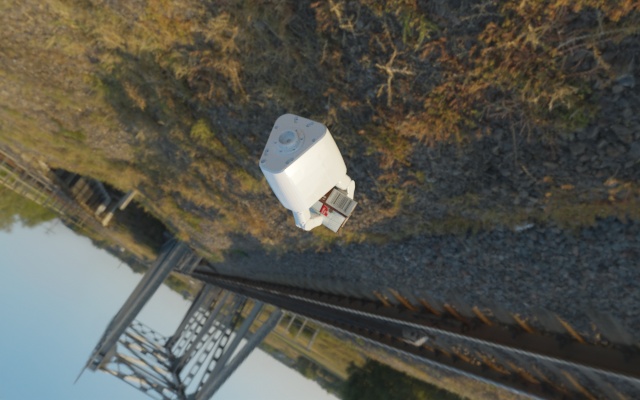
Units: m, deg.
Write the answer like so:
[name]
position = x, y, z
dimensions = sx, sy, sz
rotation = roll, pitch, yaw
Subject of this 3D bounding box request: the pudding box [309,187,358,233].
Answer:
[pudding box]
position = 0.000, 0.003, 0.835
dimensions = 0.113, 0.039, 0.090
rotation = 34, -22, 3
